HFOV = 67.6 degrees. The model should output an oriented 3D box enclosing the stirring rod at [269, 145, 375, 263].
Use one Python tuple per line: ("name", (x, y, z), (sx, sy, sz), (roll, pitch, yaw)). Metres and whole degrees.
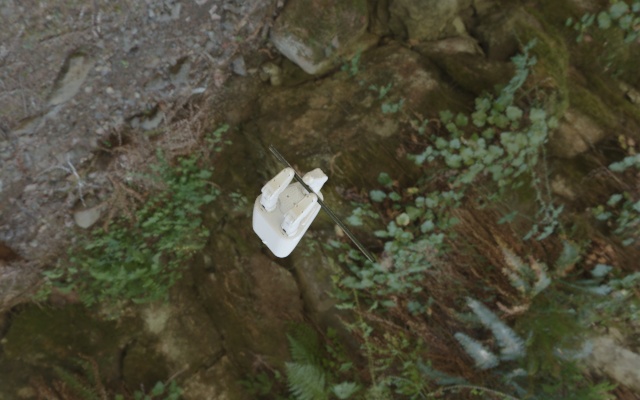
("stirring rod", (0.000, 0.002, 0.735), (0.011, 0.239, 0.011), (-40, -10, -9))
